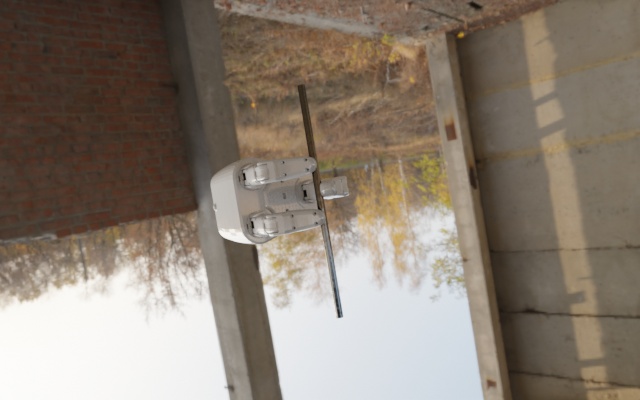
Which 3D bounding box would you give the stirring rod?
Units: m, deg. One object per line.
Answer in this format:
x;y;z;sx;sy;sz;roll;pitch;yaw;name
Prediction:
0.000;0.001;0.488;0.011;0.239;0.011;-9;2;0;stirring rod
